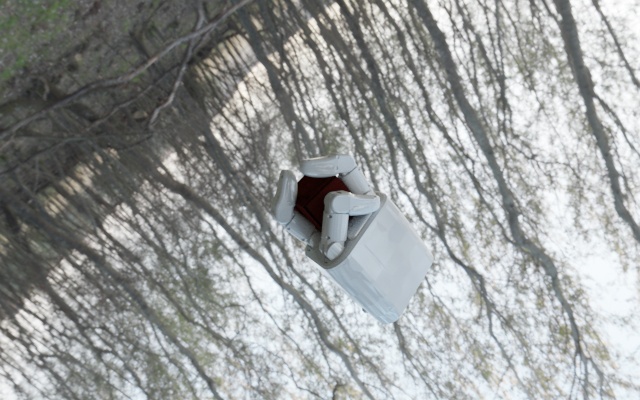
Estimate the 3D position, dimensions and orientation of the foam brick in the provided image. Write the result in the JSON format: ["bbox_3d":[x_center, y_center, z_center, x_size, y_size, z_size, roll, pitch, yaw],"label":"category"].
[{"bbox_3d":[0.000,0.002,0.553,0.051,0.053,0.078,47,-10,-20],"label":"foam brick"}]
